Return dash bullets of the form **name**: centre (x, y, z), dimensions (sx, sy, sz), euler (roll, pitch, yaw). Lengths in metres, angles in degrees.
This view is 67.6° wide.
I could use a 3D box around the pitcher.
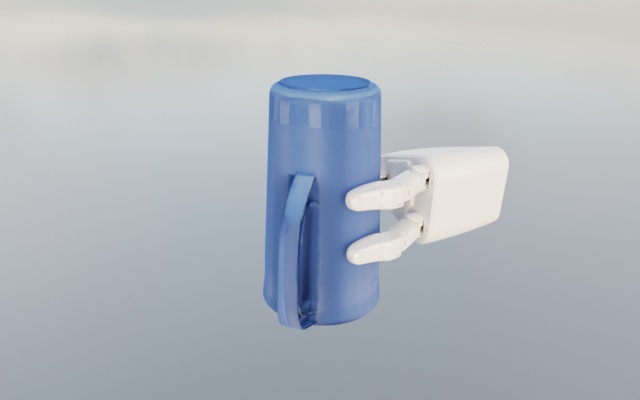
- **pitcher**: centre (0.000, 0.002, 0.493), dimensions (0.145, 0.243, 0.149), euler (-10, 25, -24)
